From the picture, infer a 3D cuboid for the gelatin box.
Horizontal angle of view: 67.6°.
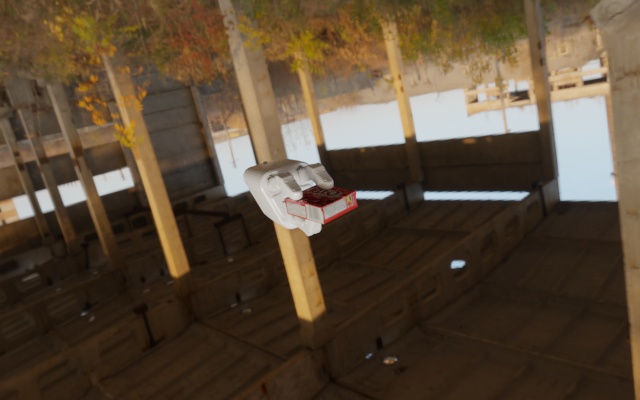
[{"bbox_3d":[0.000,0.003,0.732,0.073,0.030,0.089,-25,25,-36],"label":"gelatin box"}]
